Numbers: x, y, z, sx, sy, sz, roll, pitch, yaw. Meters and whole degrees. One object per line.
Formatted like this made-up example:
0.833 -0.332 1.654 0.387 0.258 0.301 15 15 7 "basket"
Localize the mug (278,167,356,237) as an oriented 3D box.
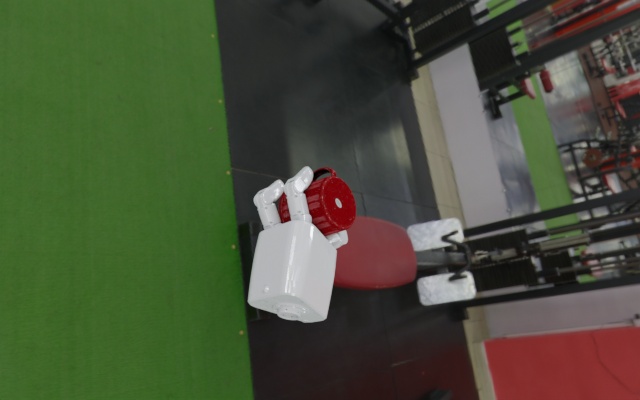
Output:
0.000 0.001 0.715 0.081 0.117 0.093 -19 -39 38 "mug"
